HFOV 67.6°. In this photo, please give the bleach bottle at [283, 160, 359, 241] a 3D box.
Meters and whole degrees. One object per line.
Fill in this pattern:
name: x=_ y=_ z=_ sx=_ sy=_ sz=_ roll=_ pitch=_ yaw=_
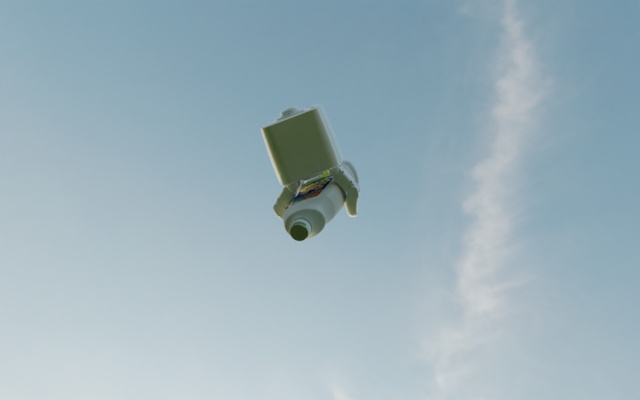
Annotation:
bleach bottle: x=0.000 y=0.003 z=0.828 sx=0.102 sy=0.068 sz=0.250 roll=-16 pitch=16 yaw=17
